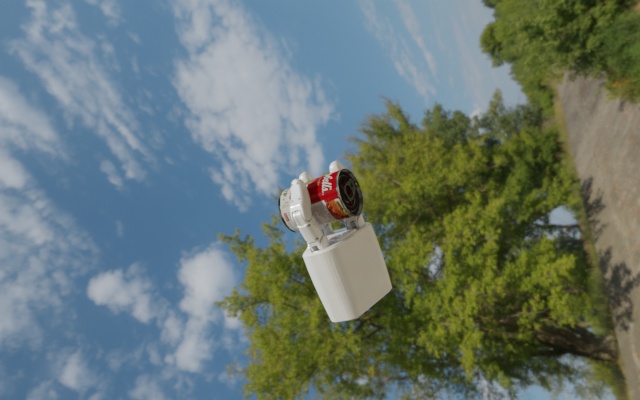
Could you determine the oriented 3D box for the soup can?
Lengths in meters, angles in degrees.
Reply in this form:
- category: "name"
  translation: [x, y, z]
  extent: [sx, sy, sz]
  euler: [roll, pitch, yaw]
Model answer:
- category: "soup can"
  translation: [0.000, 0.002, 0.675]
  extent: [0.102, 0.068, 0.068]
  euler: [-18, -9, 30]
